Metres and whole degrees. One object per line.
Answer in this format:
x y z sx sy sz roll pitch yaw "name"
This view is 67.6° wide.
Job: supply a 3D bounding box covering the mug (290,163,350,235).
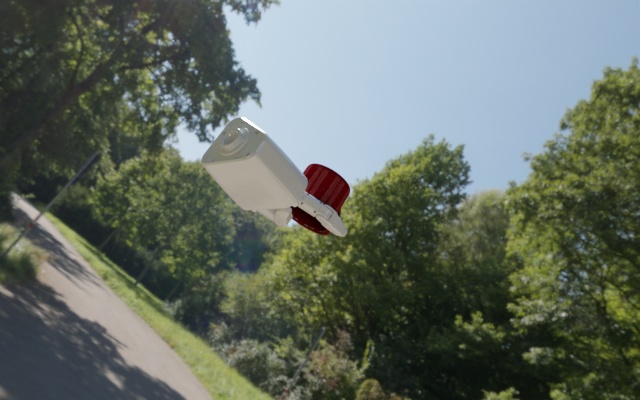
0.001 0.003 0.763 0.093 0.081 0.117 15 -25 42 "mug"
